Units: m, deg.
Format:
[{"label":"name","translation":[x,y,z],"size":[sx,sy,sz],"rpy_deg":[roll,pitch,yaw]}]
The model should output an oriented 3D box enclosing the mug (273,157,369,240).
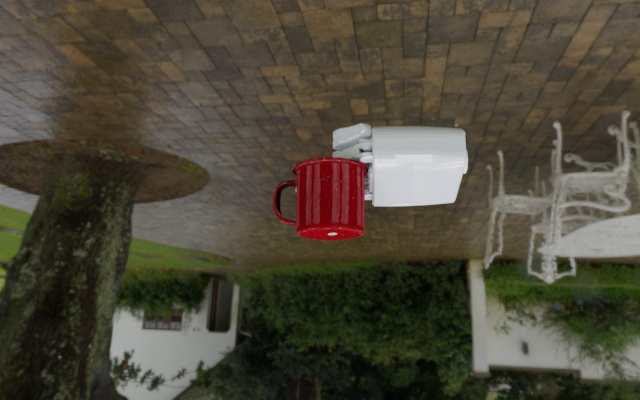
[{"label":"mug","translation":[-0.001,0.002,0.573],"size":[0.117,0.081,0.093],"rpy_deg":[-1,-14,6]}]
